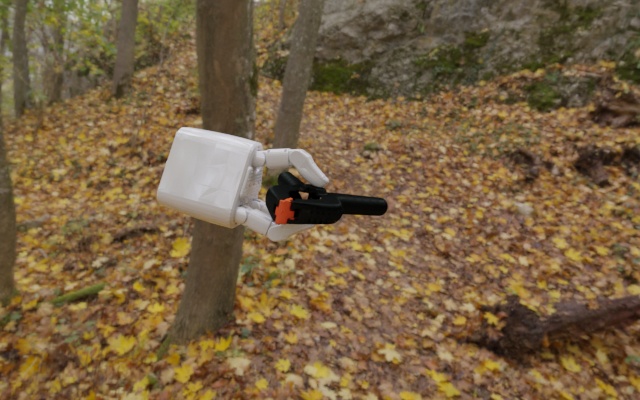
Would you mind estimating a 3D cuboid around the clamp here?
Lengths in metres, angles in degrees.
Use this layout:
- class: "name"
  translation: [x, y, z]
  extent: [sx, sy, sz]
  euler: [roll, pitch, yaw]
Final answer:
- class: "clamp"
  translation: [0.000, 0.001, 0.599]
  extent: [0.164, 0.036, 0.210]
  euler: [14, 11, 8]
